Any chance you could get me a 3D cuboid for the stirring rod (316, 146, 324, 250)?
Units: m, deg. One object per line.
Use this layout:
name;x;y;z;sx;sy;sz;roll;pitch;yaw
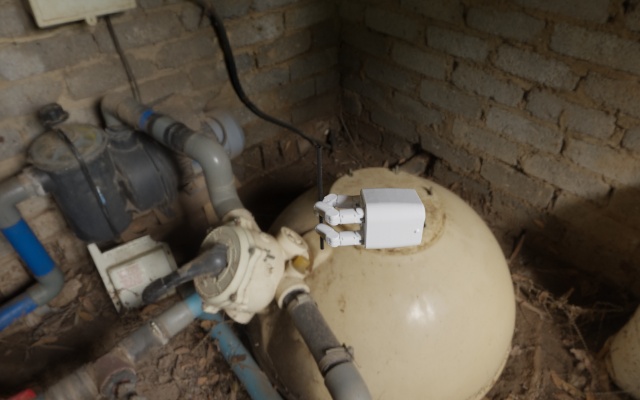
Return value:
stirring rod;0.000;0.003;0.883;0.011;0.240;0.011;-1;39;1
